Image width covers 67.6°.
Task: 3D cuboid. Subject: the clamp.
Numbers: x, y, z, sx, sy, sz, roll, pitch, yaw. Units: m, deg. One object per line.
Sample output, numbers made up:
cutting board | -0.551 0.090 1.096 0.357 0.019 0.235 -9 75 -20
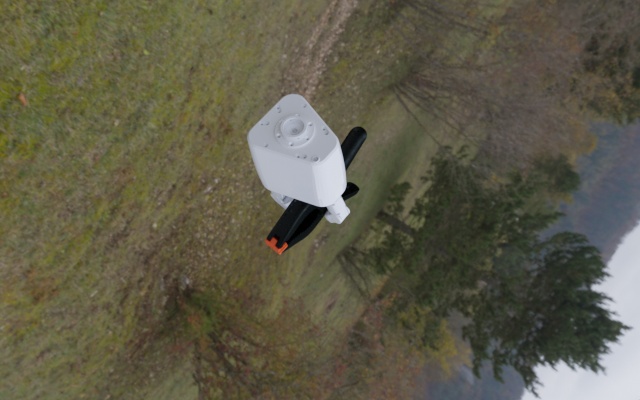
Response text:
clamp | 0.000 0.003 0.725 0.036 0.210 0.165 36 -18 20
